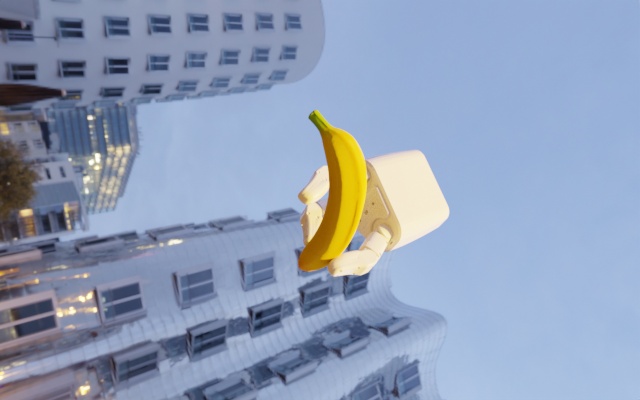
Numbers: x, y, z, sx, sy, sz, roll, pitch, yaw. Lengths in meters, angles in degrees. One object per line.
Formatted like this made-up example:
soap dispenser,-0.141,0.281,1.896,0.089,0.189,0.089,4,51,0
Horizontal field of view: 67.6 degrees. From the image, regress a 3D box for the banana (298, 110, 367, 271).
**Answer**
banana,0.013,0.007,0.502,0.037,0.198,0.069,-21,41,-39
